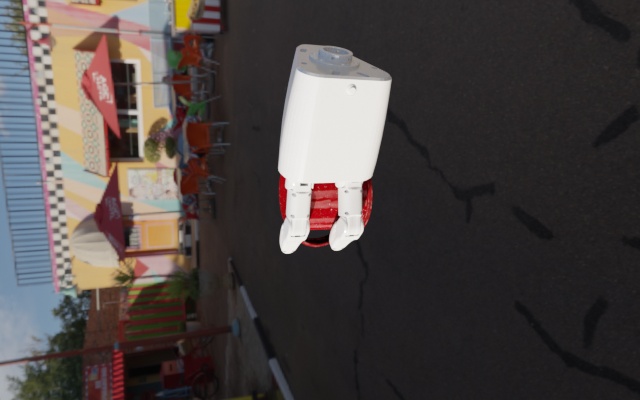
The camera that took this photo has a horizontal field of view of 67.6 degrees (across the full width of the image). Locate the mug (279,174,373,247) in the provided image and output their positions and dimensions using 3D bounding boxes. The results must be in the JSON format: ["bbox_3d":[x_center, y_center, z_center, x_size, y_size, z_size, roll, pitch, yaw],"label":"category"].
[{"bbox_3d":[0.000,0.003,0.548,0.081,0.117,0.093,-2,32,-21],"label":"mug"}]
